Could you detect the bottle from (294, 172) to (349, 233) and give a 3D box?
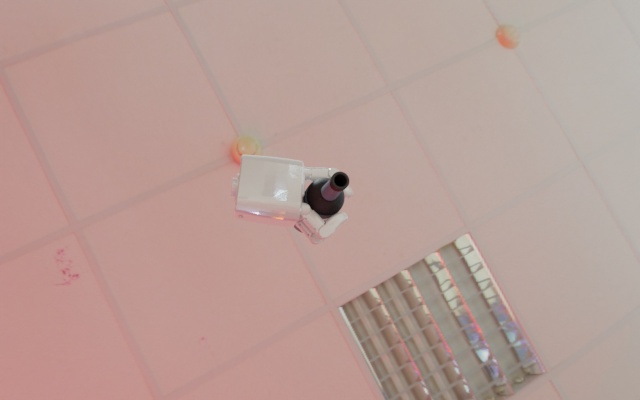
[{"bbox_3d":[0.000,0.003,0.831,0.069,0.069,0.296,0,-12,-12],"label":"bottle"}]
